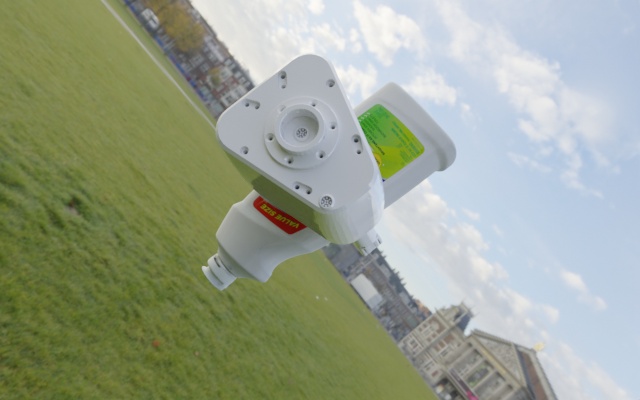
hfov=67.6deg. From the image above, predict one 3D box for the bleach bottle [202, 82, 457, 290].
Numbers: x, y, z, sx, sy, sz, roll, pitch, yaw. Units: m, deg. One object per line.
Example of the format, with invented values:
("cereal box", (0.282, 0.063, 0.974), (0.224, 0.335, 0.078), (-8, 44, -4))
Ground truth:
("bleach bottle", (0.000, 0.001, 0.455), (0.251, 0.102, 0.068), (-39, -15, -3))
